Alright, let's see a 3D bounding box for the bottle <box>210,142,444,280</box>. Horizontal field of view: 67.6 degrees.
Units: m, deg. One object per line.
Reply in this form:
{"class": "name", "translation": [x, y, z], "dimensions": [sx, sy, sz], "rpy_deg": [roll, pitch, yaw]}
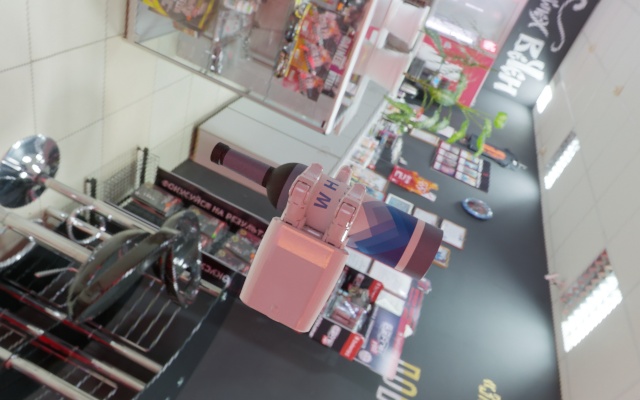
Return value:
{"class": "bottle", "translation": [0.000, 0.002, 0.584], "dimensions": [0.295, 0.069, 0.069], "rpy_deg": [26, 3, 6]}
